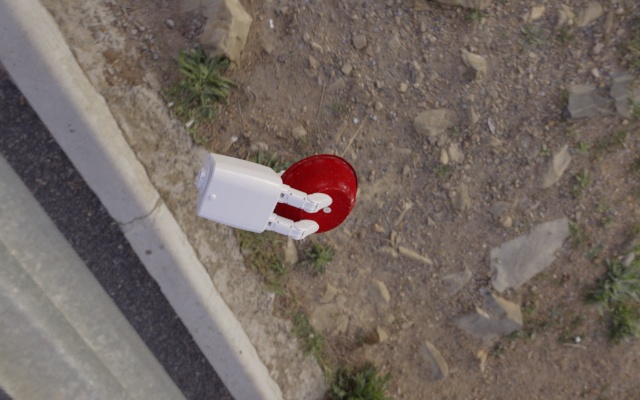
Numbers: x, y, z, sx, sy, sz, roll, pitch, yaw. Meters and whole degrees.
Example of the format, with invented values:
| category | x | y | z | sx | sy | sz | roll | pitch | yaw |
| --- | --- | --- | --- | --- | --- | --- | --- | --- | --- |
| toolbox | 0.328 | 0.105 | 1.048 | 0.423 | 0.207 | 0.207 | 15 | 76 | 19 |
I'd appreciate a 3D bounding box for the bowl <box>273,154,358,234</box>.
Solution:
| category | x | y | z | sx | sy | sz | roll | pitch | yaw |
| --- | --- | --- | --- | --- | --- | --- | --- | --- | --- |
| bowl | 0.002 | 0.003 | 0.823 | 0.162 | 0.162 | 0.055 | 0 | 34 | -25 |
